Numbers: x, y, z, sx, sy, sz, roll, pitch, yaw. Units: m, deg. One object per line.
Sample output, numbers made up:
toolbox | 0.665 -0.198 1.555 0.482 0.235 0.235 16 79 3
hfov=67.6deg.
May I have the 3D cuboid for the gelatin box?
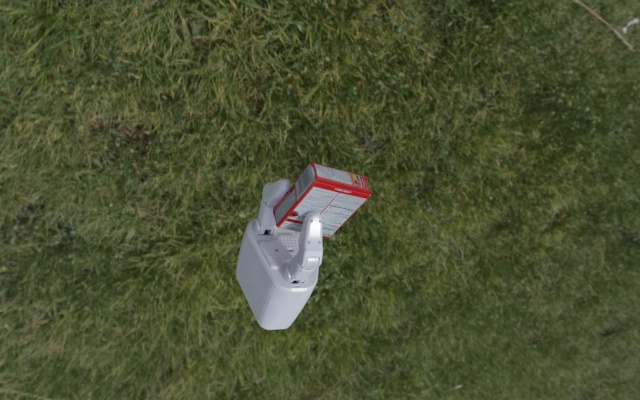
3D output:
gelatin box | 0.000 0.002 0.526 0.073 0.030 0.089 13 -43 -31
